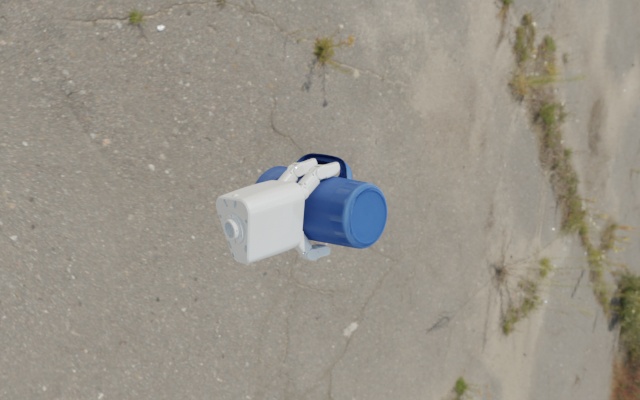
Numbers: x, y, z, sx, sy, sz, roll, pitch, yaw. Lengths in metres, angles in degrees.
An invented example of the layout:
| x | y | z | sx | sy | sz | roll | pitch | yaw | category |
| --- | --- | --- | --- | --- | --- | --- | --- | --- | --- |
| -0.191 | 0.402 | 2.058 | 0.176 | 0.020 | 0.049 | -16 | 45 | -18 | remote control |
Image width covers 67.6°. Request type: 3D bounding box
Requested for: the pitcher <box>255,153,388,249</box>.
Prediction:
| x | y | z | sx | sy | sz | roll | pitch | yaw | category |
| --- | --- | --- | --- | --- | --- | --- | --- | --- | --- |
| 0.000 | 0.003 | 0.850 | 0.145 | 0.149 | 0.243 | -19 | 19 | -40 | pitcher |
